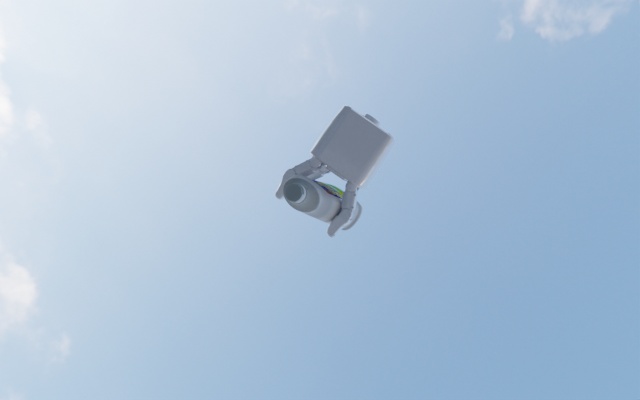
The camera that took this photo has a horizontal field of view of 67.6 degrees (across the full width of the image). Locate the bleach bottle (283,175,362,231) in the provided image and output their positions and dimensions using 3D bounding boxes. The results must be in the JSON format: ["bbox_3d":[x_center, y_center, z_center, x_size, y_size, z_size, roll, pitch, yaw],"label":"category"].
[{"bbox_3d":[0.000,0.003,0.853,0.102,0.068,0.251,37,6,16],"label":"bleach bottle"}]
